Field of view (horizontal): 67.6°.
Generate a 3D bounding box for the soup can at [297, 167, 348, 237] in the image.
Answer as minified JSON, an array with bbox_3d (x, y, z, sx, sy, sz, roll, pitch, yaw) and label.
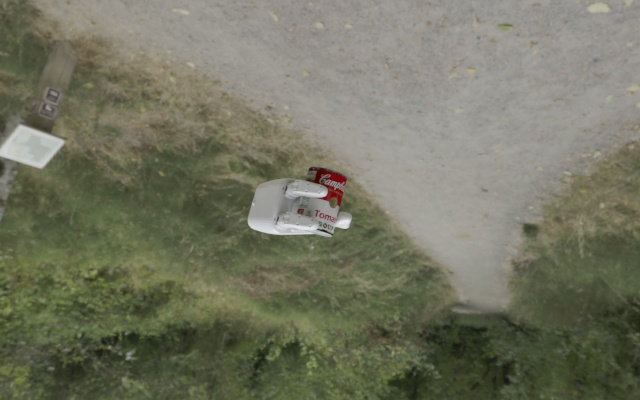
[{"bbox_3d":[0.000,0.003,0.797,0.068,0.102,0.068,14,-10,3],"label":"soup can"}]
